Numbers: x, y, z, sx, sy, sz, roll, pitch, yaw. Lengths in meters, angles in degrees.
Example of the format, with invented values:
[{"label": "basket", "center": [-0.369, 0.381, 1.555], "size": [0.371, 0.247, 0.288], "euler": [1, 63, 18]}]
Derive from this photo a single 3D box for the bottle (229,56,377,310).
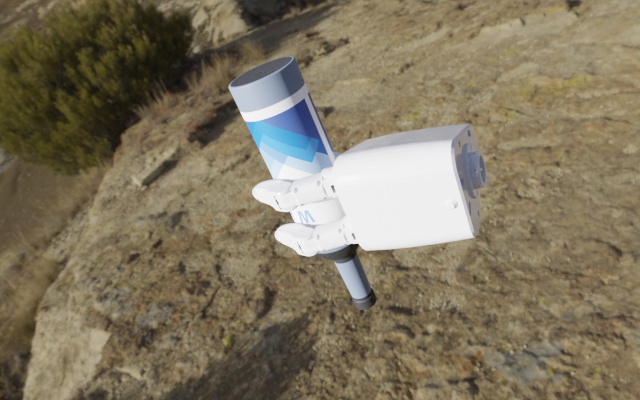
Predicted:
[{"label": "bottle", "center": [0.000, 0.001, 0.503], "size": [0.069, 0.296, 0.069], "euler": [-19, 28, 10]}]
